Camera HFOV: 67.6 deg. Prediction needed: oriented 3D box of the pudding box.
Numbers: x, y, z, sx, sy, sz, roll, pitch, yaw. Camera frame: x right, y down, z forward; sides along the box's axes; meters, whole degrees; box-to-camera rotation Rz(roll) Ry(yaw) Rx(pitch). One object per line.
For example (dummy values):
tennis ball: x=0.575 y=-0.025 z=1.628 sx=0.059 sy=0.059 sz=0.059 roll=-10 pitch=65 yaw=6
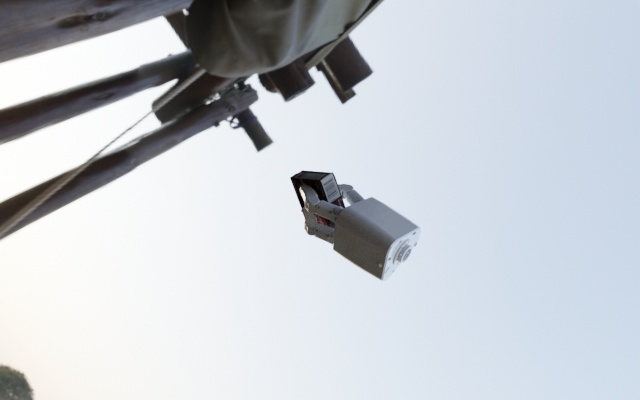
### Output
pudding box: x=0.000 y=0.003 z=0.867 sx=0.039 sy=0.113 sz=0.090 roll=-32 pitch=24 yaw=-34
